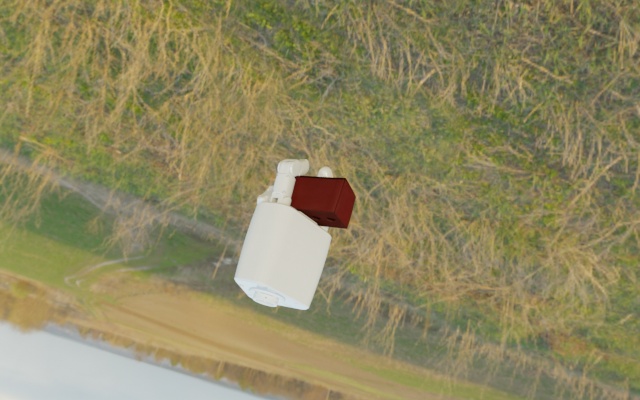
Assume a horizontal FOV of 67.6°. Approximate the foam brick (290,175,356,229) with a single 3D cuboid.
[{"bbox_3d":[0.000,0.002,0.637,0.078,0.051,0.053,4,-26,26],"label":"foam brick"}]
